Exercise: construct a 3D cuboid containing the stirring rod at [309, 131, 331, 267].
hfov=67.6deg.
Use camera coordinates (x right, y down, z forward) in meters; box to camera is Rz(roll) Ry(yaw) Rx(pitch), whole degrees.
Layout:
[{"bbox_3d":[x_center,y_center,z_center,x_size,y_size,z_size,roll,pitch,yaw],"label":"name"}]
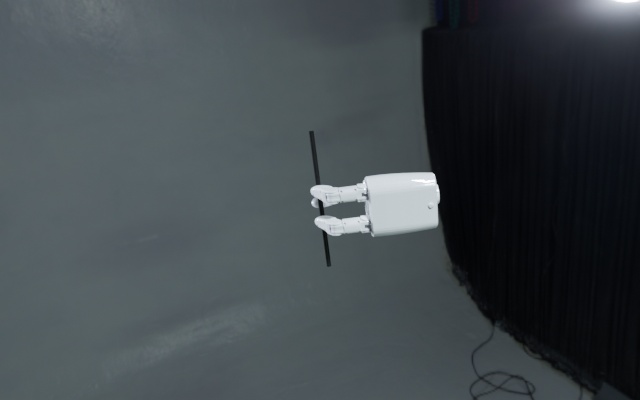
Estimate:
[{"bbox_3d":[0.000,0.003,0.797,0.011,0.240,0.011,-7,20,2],"label":"stirring rod"}]
